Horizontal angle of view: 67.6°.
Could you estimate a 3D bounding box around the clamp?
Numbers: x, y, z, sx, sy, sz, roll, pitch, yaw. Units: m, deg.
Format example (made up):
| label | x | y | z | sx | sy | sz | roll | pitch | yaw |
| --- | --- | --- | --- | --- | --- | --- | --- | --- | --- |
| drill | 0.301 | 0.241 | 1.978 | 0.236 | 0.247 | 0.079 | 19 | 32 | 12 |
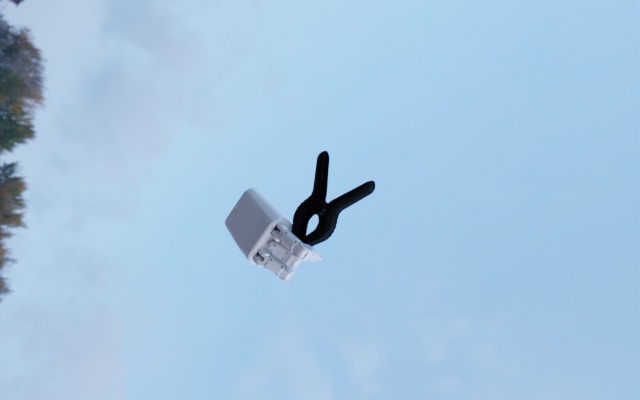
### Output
| label | x | y | z | sx | sy | sz | roll | pitch | yaw |
| --- | --- | --- | --- | --- | --- | --- | --- | --- | --- |
| clamp | 0.000 | 0.003 | 0.796 | 0.120 | 0.171 | 0.039 | 47 | 10 | 35 |
